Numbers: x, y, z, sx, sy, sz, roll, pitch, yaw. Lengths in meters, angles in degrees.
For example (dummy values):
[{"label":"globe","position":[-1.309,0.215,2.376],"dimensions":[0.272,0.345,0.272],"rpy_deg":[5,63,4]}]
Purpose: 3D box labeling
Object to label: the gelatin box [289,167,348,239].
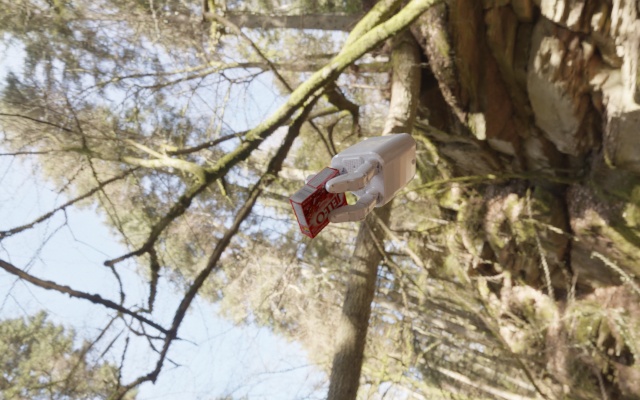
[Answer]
[{"label":"gelatin box","position":[0.000,0.002,0.732],"dimensions":[0.030,0.073,0.089],"rpy_deg":[23,53,39]}]
